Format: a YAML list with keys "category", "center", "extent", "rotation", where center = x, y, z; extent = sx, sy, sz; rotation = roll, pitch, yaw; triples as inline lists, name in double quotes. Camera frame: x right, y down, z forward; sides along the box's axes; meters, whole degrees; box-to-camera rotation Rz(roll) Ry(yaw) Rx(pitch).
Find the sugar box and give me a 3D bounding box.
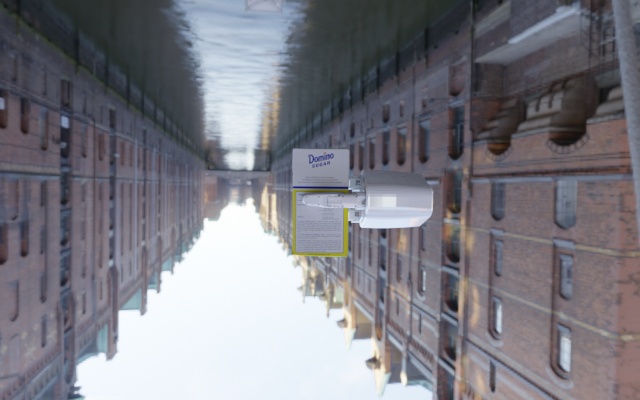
- category: "sugar box"
  center: [0.000, 0.003, 0.787]
  extent: [0.093, 0.176, 0.048]
  rotation: [1, 2, 1]
